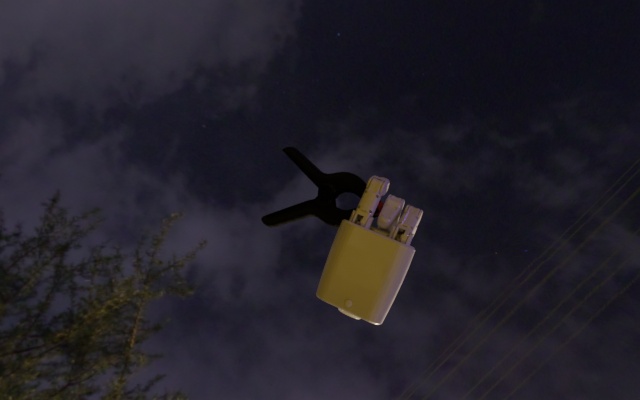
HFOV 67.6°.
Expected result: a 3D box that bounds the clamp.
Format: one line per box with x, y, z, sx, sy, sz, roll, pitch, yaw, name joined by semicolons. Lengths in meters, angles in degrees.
0.000;0.002;0.667;0.171;0.120;0.039;21;-2;21;clamp
